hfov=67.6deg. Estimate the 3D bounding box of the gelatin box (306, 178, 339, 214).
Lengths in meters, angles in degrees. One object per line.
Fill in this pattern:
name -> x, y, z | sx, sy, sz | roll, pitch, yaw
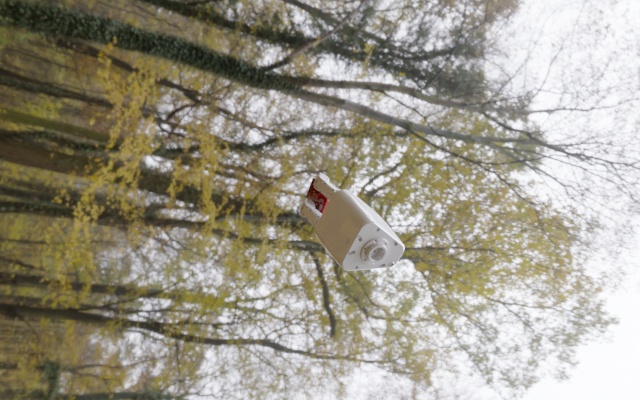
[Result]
gelatin box -> 0.000, 0.003, 0.894 | 0.030, 0.073, 0.089 | 18, 6, -27
